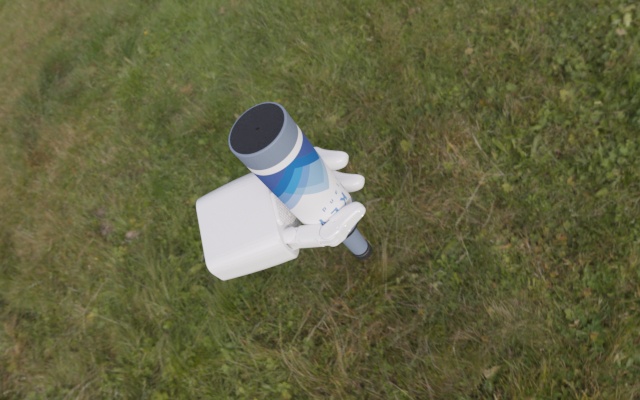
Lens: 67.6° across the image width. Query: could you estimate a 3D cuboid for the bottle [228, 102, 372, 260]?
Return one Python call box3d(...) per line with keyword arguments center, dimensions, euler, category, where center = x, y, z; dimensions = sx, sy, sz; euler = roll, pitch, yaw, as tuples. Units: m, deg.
box3d(center=(0.000, 0.002, 0.577), dimensions=(0.069, 0.069, 0.296), euler=(0, -29, 29), category="bottle")
